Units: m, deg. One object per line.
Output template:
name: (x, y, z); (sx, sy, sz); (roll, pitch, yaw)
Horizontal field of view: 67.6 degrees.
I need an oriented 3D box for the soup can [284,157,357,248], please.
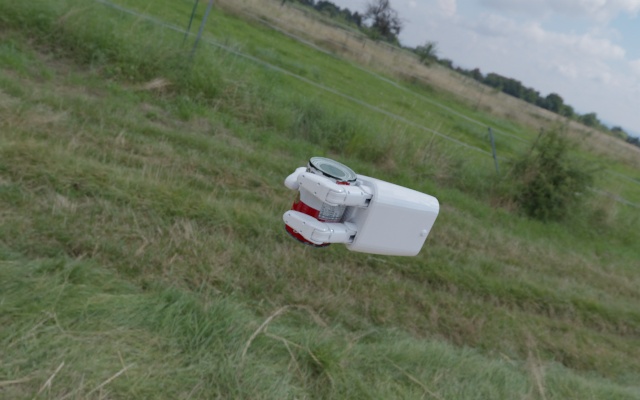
soup can: (0.000, 0.002, 0.633); (0.068, 0.102, 0.068); (19, 21, -8)
